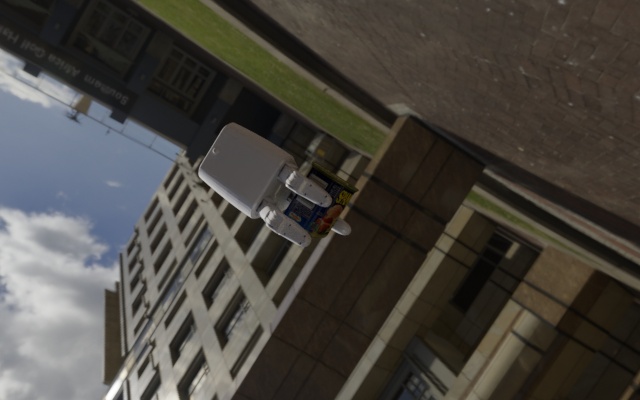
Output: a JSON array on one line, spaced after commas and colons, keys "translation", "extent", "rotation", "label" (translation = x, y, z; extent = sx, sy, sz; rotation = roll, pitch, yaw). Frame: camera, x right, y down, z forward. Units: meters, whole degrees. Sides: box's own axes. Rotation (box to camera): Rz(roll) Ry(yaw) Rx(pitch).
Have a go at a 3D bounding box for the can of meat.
[{"translation": [0.000, 0.002, 0.642], "extent": [0.057, 0.084, 0.102], "rotation": [34, 4, 15], "label": "can of meat"}]
